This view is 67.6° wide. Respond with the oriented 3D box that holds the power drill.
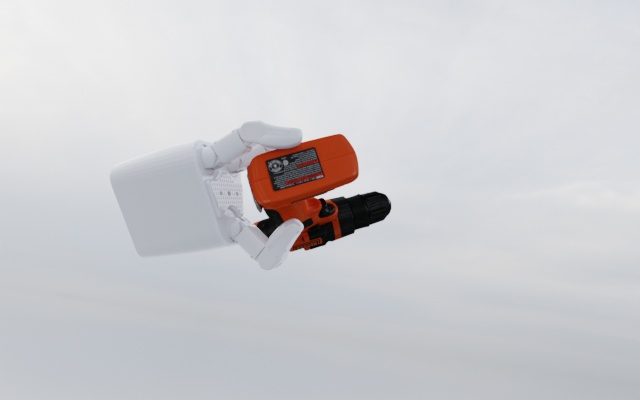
[{"bbox_3d":[0.000,0.002,0.534,0.184,0.057,0.188,-18,-24,-7],"label":"power drill"}]
